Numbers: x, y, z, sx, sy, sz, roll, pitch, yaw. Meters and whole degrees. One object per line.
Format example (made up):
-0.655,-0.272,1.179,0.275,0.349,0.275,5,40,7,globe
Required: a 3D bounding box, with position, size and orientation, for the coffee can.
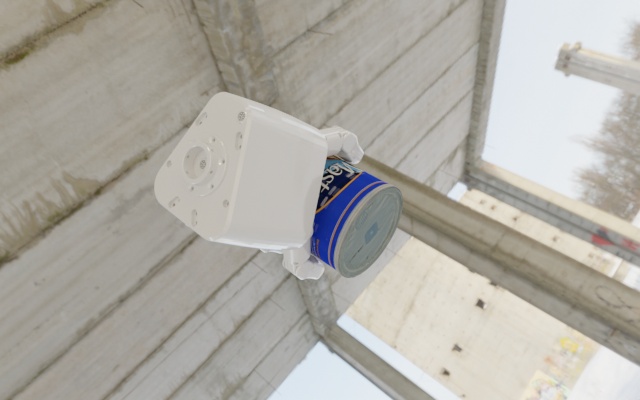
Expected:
0.000,0.002,0.504,0.140,0.103,0.103,31,17,31,coffee can
